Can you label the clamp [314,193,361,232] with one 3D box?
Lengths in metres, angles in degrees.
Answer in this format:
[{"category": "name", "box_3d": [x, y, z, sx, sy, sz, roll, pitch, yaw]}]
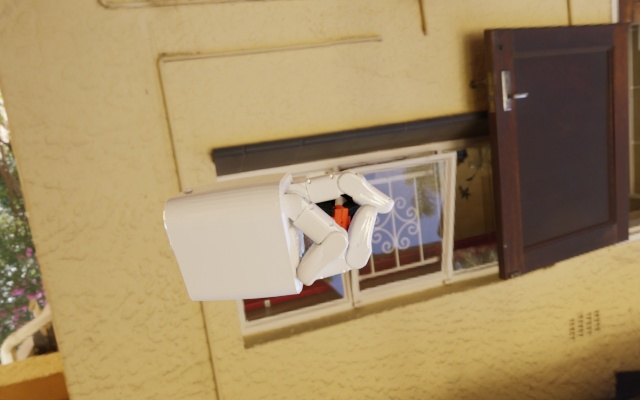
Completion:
[{"category": "clamp", "box_3d": [0.000, 0.002, 0.530, 0.120, 0.039, 0.171, -6, 10, 4]}]
